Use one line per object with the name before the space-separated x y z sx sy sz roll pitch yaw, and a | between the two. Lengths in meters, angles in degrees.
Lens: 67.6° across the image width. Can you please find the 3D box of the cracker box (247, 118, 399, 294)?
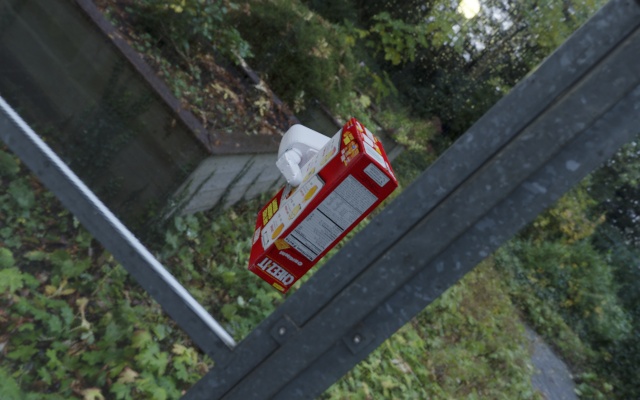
cracker box | 0.000 0.002 0.655 0.072 0.214 0.164 40 18 -17
